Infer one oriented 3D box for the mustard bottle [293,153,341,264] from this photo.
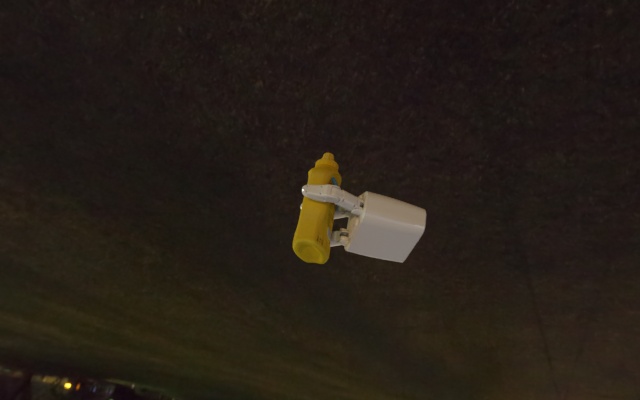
[{"bbox_3d":[0.000,0.003,0.805,0.058,0.191,0.096,4,-28,14],"label":"mustard bottle"}]
